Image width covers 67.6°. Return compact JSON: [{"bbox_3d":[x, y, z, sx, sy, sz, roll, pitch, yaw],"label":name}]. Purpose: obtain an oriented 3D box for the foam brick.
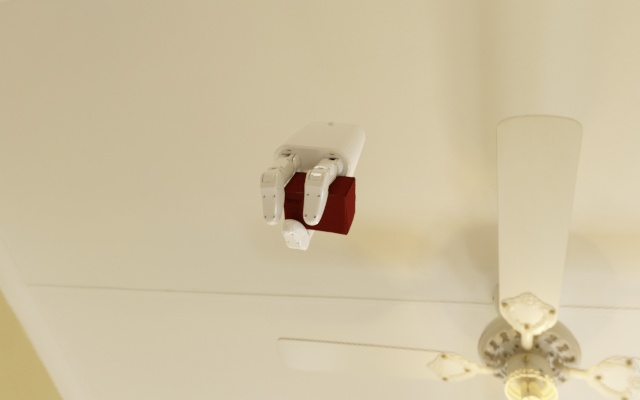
[{"bbox_3d":[0.000,0.002,0.565,0.078,0.053,0.051,7,31,16],"label":"foam brick"}]
